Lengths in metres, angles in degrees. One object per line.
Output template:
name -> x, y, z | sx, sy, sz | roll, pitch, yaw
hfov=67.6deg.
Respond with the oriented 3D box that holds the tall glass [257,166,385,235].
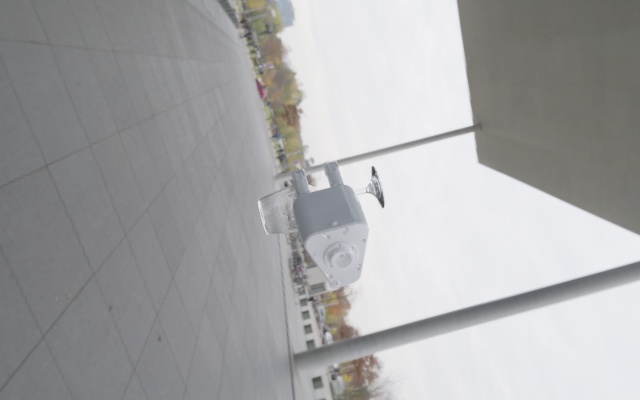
tall glass -> 0.001, 0.002, 0.793 | 0.201, 0.079, 0.079 | -14, 1, -3
